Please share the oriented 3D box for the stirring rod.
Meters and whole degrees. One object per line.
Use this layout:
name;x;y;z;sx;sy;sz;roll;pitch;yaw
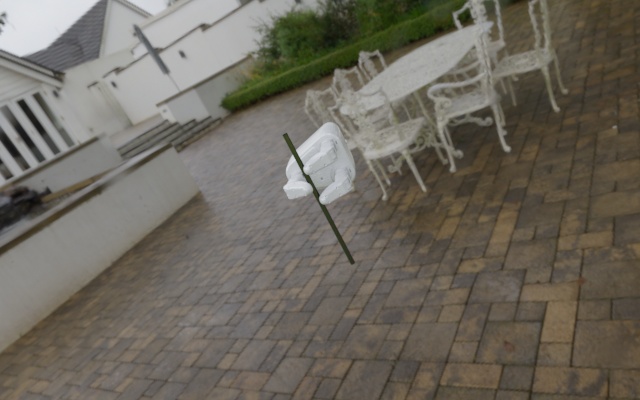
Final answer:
stirring rod;0.000;0.003;0.748;0.011;0.239;0.011;-25;19;9
